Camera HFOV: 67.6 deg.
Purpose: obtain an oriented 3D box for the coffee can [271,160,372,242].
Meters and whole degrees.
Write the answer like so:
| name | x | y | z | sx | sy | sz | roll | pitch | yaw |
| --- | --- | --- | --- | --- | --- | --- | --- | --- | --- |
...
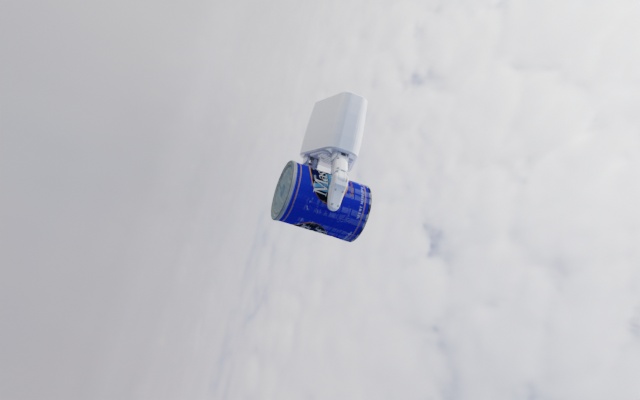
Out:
| name | x | y | z | sx | sy | sz | roll | pitch | yaw |
| --- | --- | --- | --- | --- | --- | --- | --- | --- | --- |
| coffee can | 0.000 | 0.003 | 0.799 | 0.140 | 0.103 | 0.103 | 18 | -5 | -17 |
